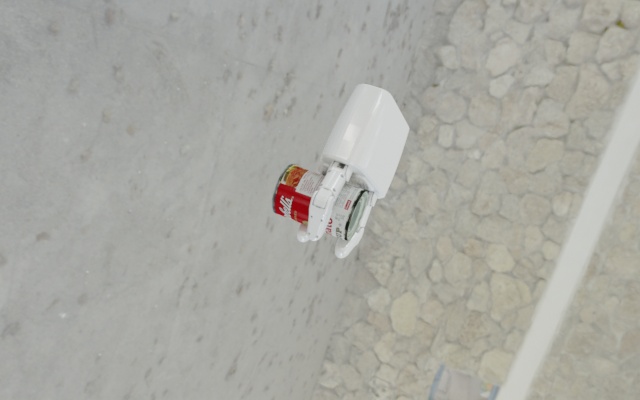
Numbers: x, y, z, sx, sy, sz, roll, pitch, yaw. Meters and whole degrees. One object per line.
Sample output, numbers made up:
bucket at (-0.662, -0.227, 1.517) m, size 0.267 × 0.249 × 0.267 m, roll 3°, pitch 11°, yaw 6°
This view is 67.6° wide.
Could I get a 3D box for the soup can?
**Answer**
soup can at (0.000, 0.002, 0.595) m, size 0.102 × 0.068 × 0.068 m, roll 21°, pitch 6°, yaw 16°
